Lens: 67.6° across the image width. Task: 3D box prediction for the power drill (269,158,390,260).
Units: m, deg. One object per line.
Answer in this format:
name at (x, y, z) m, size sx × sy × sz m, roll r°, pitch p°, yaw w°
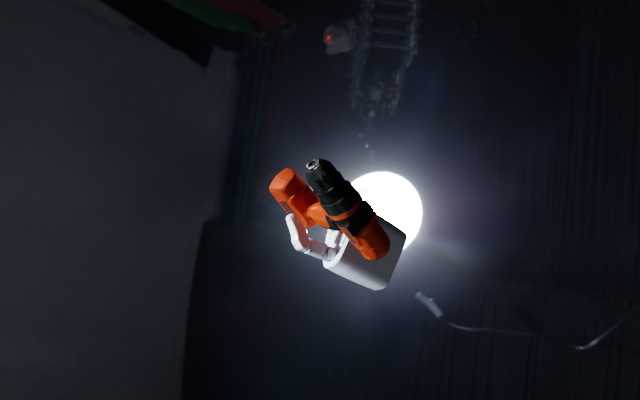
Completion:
power drill at (0.000, 0.002, 0.704) m, size 0.187 × 0.057 × 0.184 m, roll 21°, pitch -28°, yaw 55°
